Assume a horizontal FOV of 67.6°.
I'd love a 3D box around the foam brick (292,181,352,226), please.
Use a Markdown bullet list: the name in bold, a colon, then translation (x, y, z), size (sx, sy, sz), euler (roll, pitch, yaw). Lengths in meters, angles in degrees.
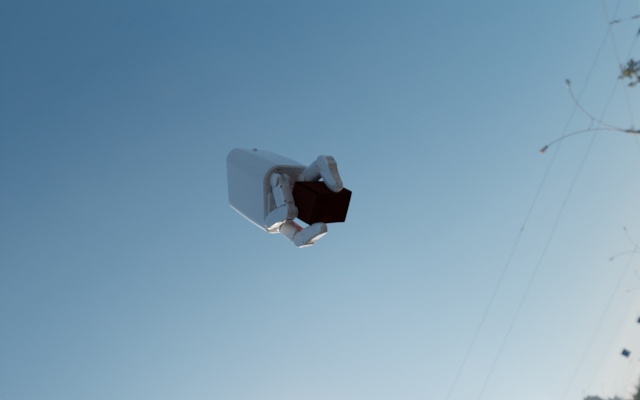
- **foam brick**: translation (0.000, 0.002, 0.715), size (0.051, 0.053, 0.078), euler (27, 19, 39)
